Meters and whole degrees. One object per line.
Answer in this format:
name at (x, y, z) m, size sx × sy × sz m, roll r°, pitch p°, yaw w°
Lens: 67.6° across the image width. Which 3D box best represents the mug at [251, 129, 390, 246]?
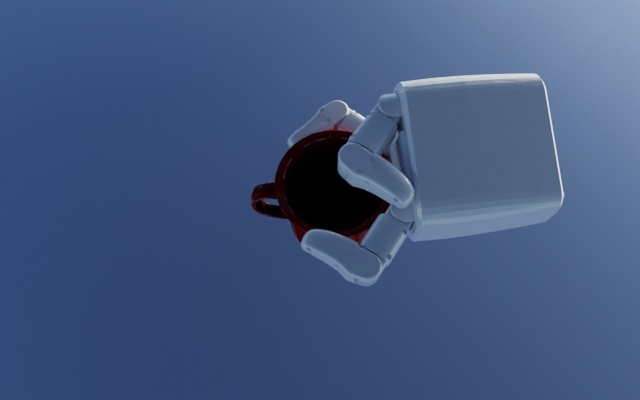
mug at (-0.001, 0.002, 0.406) m, size 0.117 × 0.093 × 0.081 m, roll -4°, pitch -23°, yaw 0°
